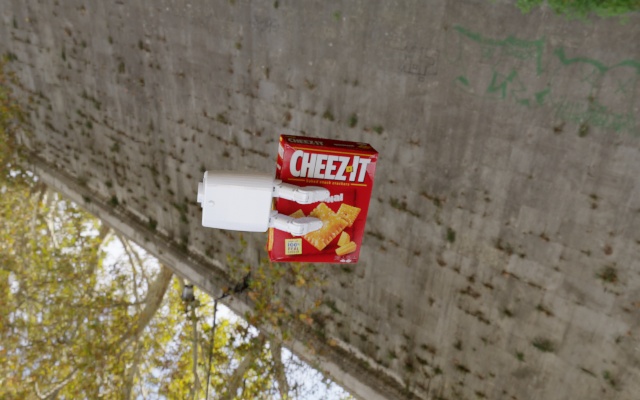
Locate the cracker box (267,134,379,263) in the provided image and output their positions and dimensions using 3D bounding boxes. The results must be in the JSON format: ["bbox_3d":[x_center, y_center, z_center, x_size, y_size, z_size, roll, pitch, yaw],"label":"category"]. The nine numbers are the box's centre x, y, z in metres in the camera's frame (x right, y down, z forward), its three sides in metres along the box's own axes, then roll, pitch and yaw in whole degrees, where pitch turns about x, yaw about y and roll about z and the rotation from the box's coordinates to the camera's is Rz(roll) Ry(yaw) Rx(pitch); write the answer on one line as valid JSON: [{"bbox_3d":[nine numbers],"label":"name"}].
[{"bbox_3d":[0.000,0.003,0.836,0.164,0.214,0.072,4,20,-15],"label":"cracker box"}]
